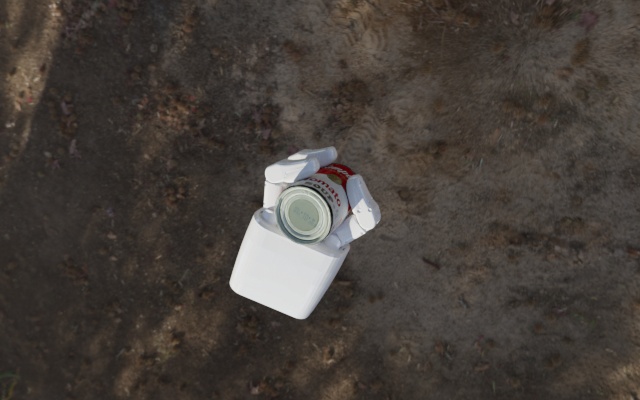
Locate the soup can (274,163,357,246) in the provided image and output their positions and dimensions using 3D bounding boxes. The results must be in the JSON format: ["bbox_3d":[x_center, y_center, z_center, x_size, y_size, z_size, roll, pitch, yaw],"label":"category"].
[{"bbox_3d":[0.000,0.001,0.533,0.068,0.068,0.102,0,17,24],"label":"soup can"}]
